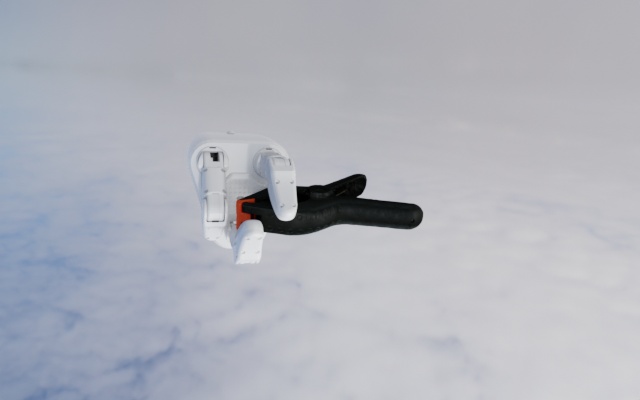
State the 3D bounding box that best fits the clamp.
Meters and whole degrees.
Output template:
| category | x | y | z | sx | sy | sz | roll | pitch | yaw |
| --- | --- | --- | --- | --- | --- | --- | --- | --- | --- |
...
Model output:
| category | x | y | z | sx | sy | sz | roll | pitch | yaw |
| --- | --- | --- | --- | --- | --- | --- | --- | --- | --- |
| clamp | 0.000 | 0.002 | 0.469 | 0.171 | 0.039 | 0.120 | 0 | 14 | -17 |
